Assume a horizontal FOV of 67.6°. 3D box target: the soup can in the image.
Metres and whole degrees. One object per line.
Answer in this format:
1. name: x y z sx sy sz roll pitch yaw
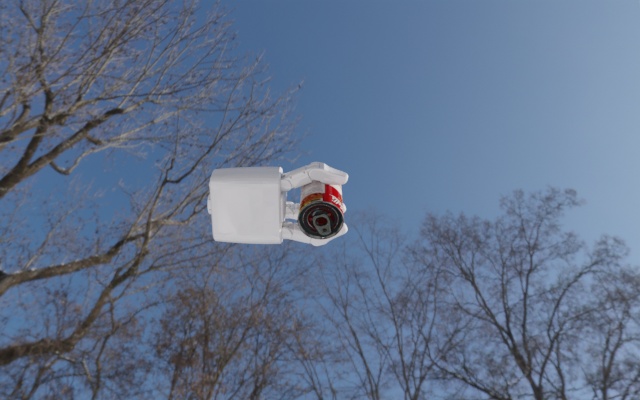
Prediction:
1. soup can: 0.001 0.002 0.732 0.068 0.068 0.102 0 34 0
